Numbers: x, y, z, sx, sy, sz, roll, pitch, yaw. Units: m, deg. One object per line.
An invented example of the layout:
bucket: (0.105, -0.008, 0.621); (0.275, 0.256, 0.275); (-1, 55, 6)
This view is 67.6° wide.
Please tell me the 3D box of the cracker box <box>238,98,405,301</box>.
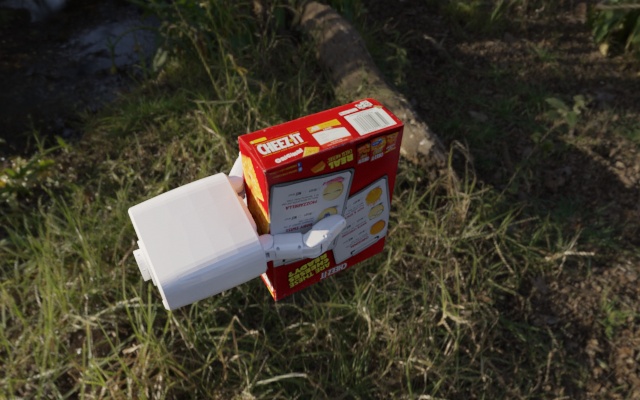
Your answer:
cracker box: (0.000, 0.002, 0.559); (0.164, 0.214, 0.072); (-21, 50, -21)
